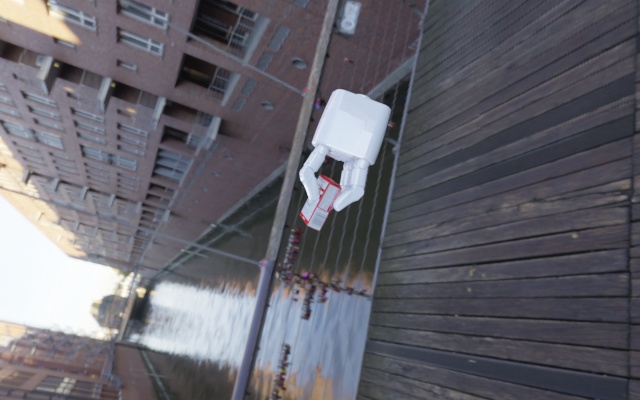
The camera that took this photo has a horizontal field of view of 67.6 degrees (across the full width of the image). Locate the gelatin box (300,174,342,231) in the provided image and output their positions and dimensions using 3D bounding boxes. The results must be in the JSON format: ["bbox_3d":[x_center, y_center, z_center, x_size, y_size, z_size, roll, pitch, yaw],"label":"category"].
[{"bbox_3d":[0.000,0.003,0.866,0.030,0.089,0.073,26,6,-18],"label":"gelatin box"}]
